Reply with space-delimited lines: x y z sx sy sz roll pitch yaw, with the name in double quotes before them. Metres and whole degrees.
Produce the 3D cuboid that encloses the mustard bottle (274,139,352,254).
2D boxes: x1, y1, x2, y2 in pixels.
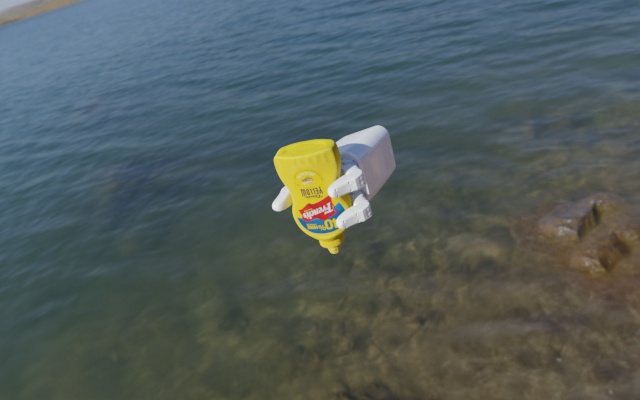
"mustard bottle" 0.000 0.002 0.746 0.096 0.192 0.058 -8 30 17
